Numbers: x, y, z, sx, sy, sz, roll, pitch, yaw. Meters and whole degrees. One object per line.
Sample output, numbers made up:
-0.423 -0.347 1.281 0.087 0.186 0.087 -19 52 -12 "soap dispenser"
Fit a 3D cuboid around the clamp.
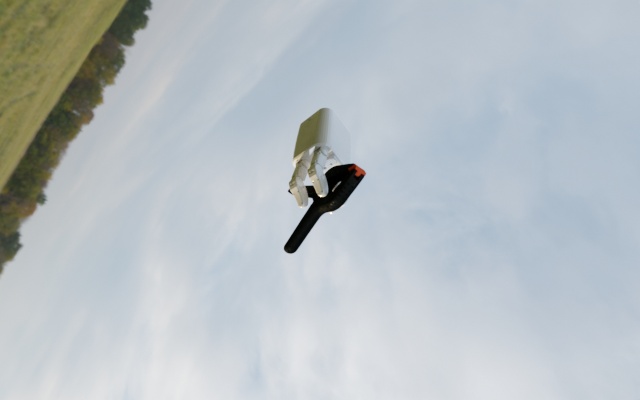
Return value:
0.001 0.003 0.899 0.036 0.164 0.210 30 -43 -31 "clamp"
